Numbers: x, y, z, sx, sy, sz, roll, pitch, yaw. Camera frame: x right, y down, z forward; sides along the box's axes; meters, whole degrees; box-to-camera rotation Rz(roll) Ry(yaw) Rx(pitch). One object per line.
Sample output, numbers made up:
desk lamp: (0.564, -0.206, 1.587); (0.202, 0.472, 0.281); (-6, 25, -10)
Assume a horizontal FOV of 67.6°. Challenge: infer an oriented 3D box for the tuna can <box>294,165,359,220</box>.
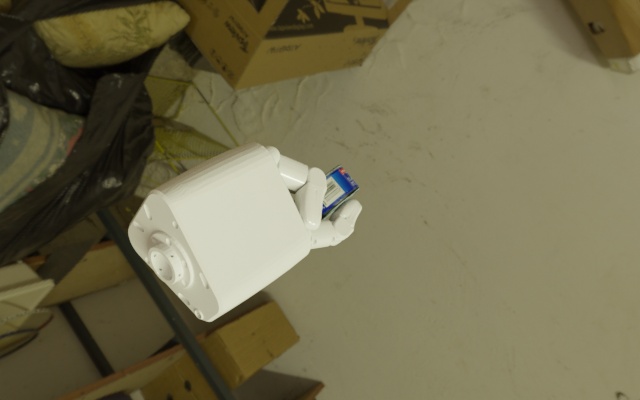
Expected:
tuna can: (0.000, 0.002, 0.513); (0.086, 0.034, 0.086); (-40, -3, -3)
